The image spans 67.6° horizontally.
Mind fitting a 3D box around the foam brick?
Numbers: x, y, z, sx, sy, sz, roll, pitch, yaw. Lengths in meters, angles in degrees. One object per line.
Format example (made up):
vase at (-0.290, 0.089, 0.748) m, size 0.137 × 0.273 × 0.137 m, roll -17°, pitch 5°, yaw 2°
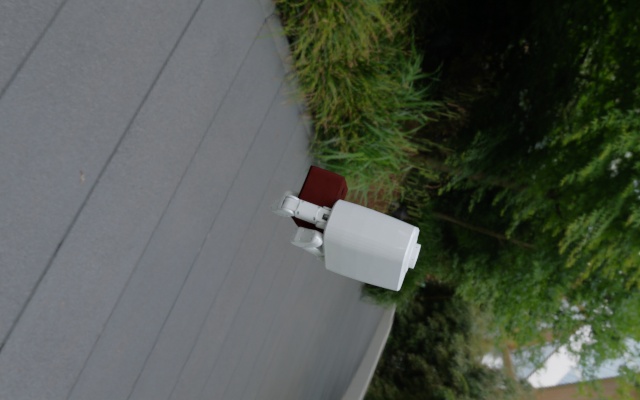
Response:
foam brick at (0.000, 0.002, 0.655) m, size 0.051 × 0.078 × 0.053 m, roll 17°, pitch -16°, yaw 15°
